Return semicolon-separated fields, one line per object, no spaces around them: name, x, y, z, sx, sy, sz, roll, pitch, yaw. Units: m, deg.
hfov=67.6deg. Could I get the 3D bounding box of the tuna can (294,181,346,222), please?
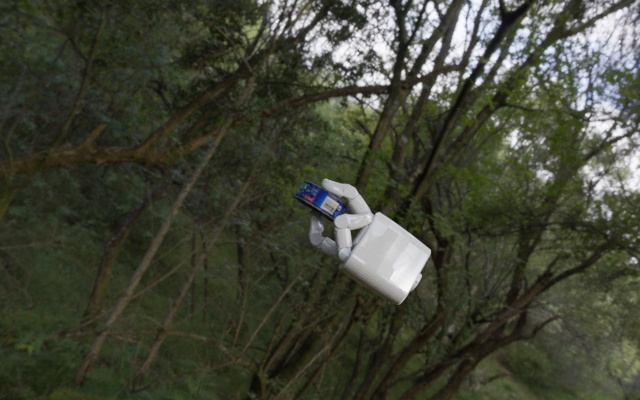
tuna can;0.000;0.002;0.797;0.086;0.034;0.086;32;-5;3
